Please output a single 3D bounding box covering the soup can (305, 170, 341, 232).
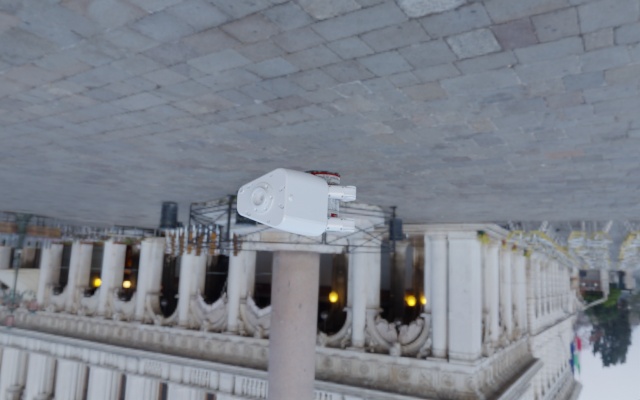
[{"bbox_3d":[0.000,0.003,0.845,0.068,0.102,0.068,2,-8,0],"label":"soup can"}]
